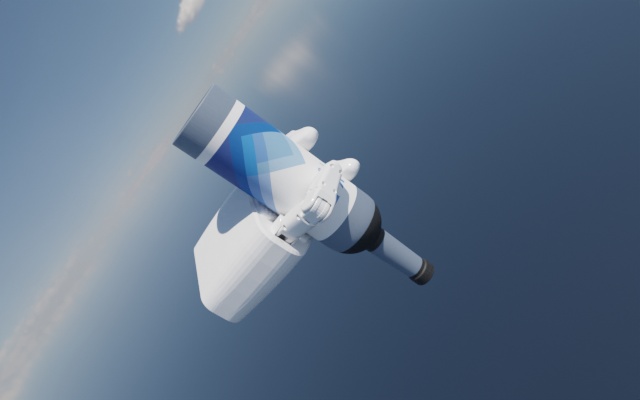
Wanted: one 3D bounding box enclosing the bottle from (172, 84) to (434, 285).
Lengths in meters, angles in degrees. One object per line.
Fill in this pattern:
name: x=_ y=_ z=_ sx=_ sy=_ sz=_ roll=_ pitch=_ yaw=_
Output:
bottle: x=0.000 y=0.001 z=0.475 sx=0.296 sy=0.069 sz=0.069 roll=35 pitch=-13 yaw=-19
